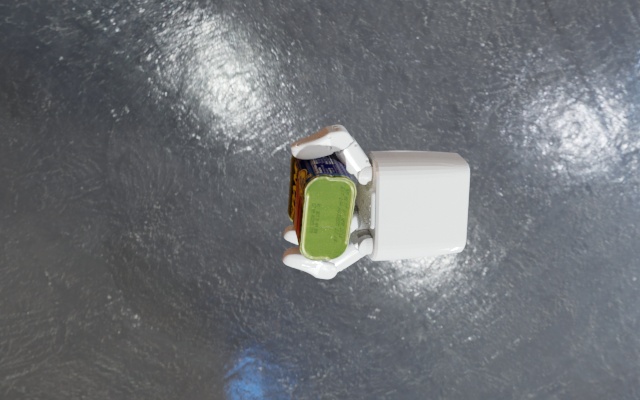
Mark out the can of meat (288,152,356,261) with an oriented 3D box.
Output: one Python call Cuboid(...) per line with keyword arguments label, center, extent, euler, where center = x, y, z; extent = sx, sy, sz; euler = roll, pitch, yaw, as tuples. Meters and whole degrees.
Cuboid(label="can of meat", center=(0.000, 0.002, 0.508), extent=(0.057, 0.102, 0.084), euler=(0, 27, -11))
